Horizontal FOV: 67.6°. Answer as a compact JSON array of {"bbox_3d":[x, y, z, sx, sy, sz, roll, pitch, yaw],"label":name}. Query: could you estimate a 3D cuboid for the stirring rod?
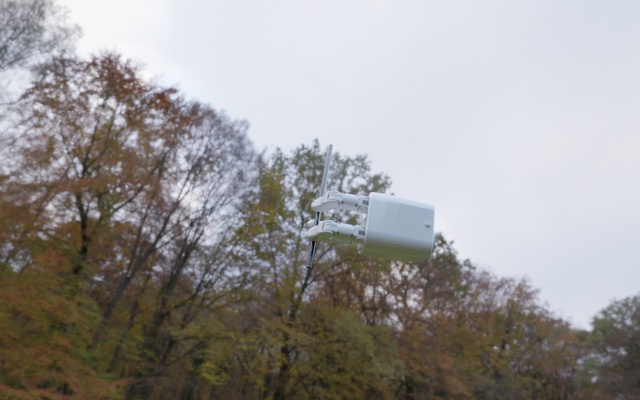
[{"bbox_3d":[0.000,0.003,0.811,0.011,0.239,0.011,8,-29,4],"label":"stirring rod"}]
